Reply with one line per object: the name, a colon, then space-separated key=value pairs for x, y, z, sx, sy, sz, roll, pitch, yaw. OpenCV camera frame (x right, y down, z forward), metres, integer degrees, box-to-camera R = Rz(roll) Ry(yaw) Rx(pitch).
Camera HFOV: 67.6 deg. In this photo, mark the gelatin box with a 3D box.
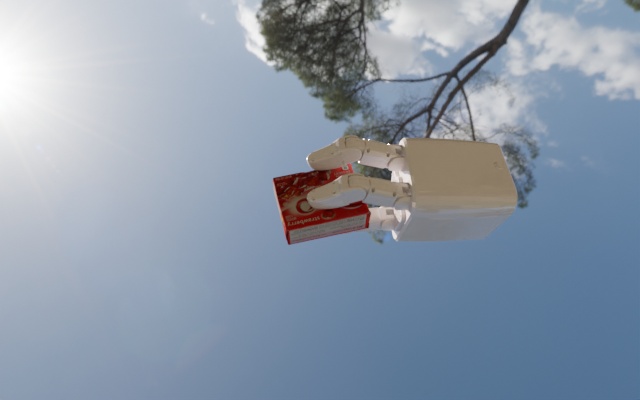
gelatin box: x=0.000 y=0.002 z=0.502 sx=0.089 sy=0.073 sz=0.030 roll=-12 pitch=-38 yaw=-8
